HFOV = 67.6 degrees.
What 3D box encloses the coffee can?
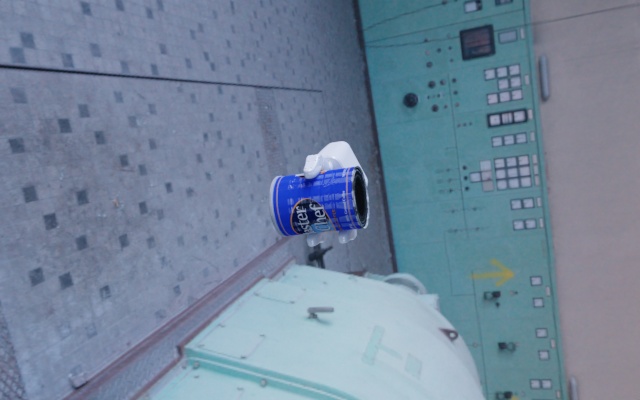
[{"bbox_3d":[0.000,0.003,0.782,0.140,0.103,0.103,-7,-2,18],"label":"coffee can"}]
